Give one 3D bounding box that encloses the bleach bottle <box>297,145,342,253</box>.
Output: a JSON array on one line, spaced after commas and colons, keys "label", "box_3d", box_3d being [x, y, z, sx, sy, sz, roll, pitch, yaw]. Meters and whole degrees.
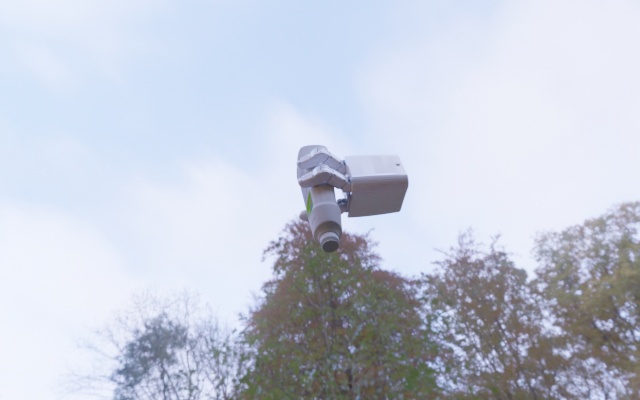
[{"label": "bleach bottle", "box_3d": [0.000, 0.003, 0.878, 0.068, 0.103, 0.250, -3, 40, -7]}]
